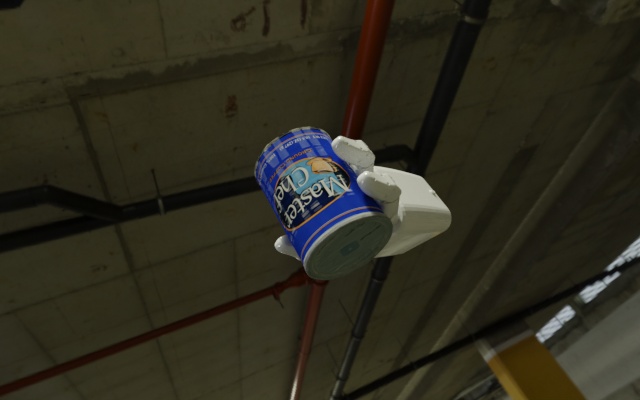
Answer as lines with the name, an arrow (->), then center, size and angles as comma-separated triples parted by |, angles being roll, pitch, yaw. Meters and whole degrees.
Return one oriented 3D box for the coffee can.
coffee can -> 0.000, 0.002, 0.530 | 0.103, 0.140, 0.103 | -22, -34, -16
